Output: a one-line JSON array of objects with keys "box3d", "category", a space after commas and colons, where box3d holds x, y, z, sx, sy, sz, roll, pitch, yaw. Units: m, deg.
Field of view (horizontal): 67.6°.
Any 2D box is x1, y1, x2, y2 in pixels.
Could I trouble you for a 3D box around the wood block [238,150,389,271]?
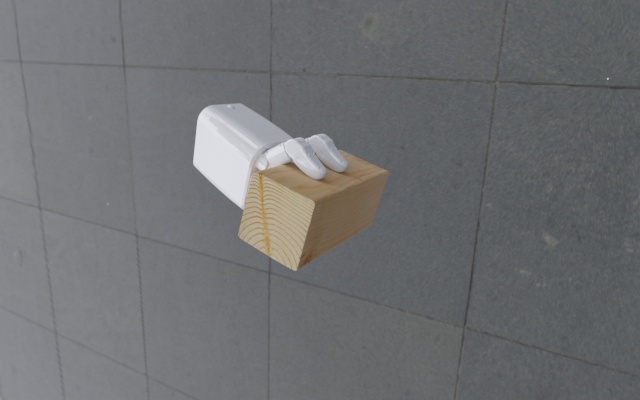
[{"box3d": [0.000, 0.002, 0.623, 0.090, 0.091, 0.206, 27, 25, 23], "category": "wood block"}]
